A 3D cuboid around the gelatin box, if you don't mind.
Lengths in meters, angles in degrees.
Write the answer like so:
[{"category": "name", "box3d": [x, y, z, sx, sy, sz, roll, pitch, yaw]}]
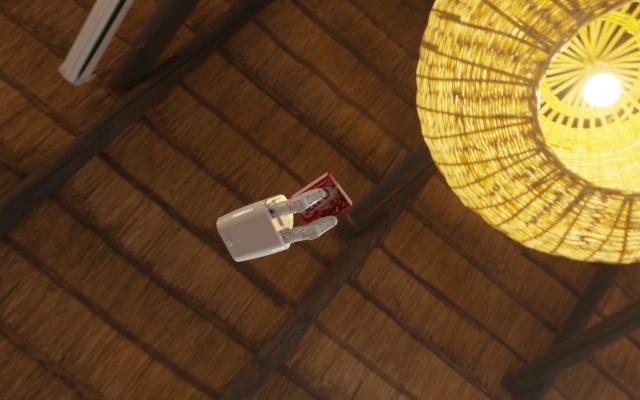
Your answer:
[{"category": "gelatin box", "box3d": [0.000, 0.002, 0.846, 0.089, 0.073, 0.030, -33, 14, 17]}]
